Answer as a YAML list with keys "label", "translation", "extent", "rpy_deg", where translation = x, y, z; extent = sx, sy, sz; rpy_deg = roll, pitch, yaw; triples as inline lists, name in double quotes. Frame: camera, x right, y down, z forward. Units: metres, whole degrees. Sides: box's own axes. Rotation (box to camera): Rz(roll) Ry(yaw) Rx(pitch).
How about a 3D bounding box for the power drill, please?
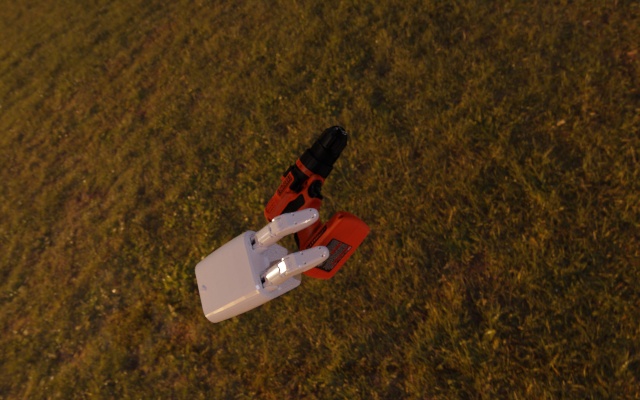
- label: "power drill"
  translation: [0.000, 0.003, 0.672]
  extent: [0.057, 0.184, 0.187]
  rpy_deg: [24, 23, -32]
